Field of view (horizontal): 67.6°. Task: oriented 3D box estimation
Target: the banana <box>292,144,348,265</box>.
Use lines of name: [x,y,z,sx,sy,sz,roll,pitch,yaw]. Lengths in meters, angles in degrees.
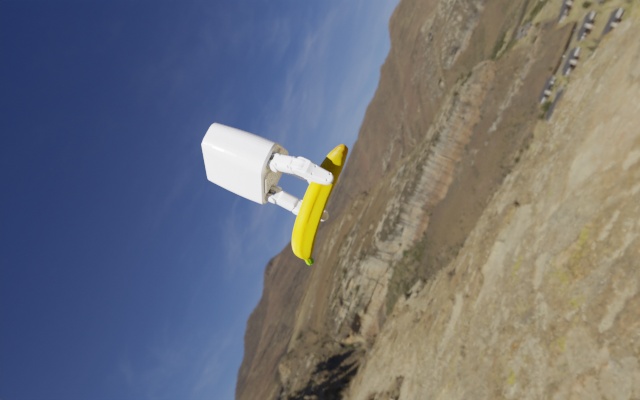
banana: [-0.006,0.006,0.721,0.037,0.198,0.069,21,8,13]
